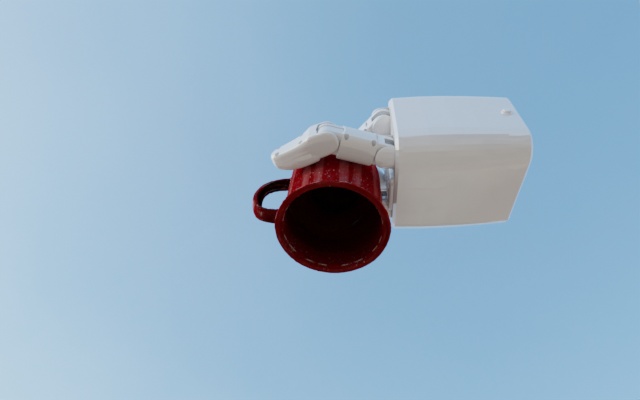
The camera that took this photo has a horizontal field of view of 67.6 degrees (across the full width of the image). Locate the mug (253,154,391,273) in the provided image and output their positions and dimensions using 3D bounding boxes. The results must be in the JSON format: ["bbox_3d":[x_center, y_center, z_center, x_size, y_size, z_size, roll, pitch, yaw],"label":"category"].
[{"bbox_3d":[-0.001,0.001,0.414,0.117,0.093,0.081,0,34,4],"label":"mug"}]
